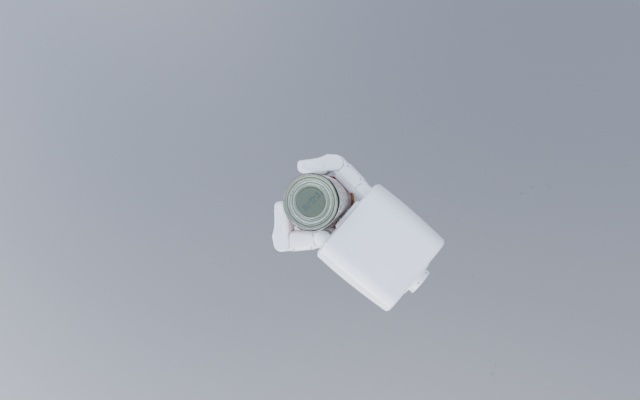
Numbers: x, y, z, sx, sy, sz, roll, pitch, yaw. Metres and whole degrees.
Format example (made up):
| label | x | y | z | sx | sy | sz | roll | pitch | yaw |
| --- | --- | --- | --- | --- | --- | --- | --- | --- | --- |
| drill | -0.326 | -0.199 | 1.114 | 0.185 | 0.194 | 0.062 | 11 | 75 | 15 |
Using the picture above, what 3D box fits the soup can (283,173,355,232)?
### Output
| label | x | y | z | sx | sy | sz | roll | pitch | yaw |
| --- | --- | --- | --- | --- | --- | --- | --- | --- | --- |
| soup can | 0.000 | 0.001 | 0.585 | 0.068 | 0.068 | 0.102 | 0 | 0 | 14 |
